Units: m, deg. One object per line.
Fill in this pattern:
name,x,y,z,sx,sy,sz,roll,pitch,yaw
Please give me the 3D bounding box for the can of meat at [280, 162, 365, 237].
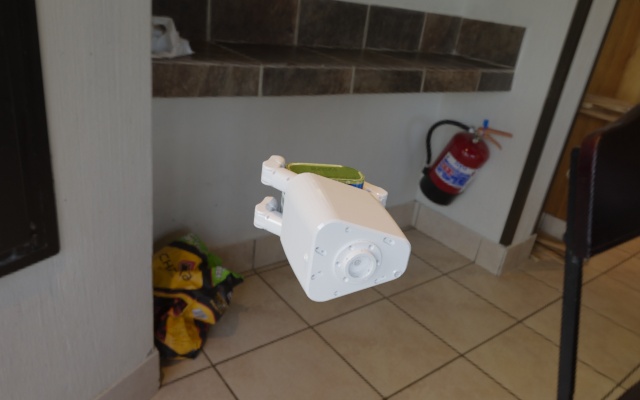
can of meat,0.000,0.002,0.595,0.102,0.084,0.057,2,25,-16
